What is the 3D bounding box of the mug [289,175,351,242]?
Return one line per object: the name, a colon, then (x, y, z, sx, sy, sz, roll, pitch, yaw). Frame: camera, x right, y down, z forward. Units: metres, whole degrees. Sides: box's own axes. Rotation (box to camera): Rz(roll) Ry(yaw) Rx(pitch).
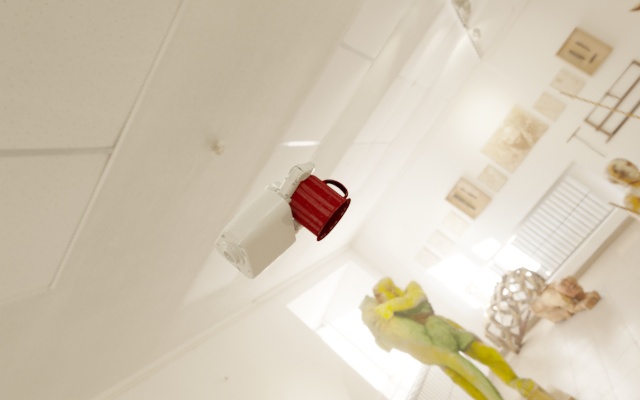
mug: (0.001, 0.002, 0.824, 0.117, 0.081, 0.093, -44, -16, -32)
